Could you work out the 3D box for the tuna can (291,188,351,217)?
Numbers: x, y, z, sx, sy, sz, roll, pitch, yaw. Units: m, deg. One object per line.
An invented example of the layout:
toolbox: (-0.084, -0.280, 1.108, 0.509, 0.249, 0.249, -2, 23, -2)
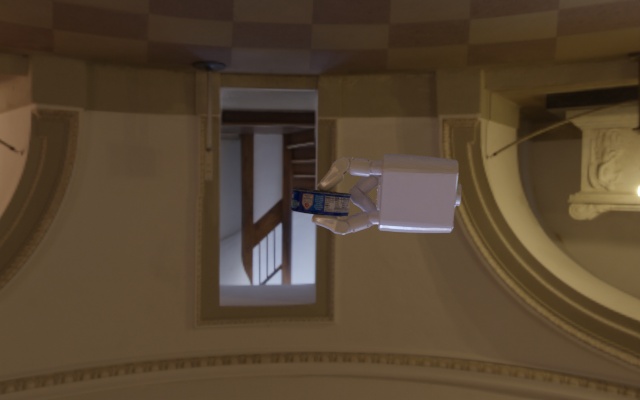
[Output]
tuna can: (0.000, 0.003, 0.695, 0.086, 0.034, 0.086, 6, 2, 0)
